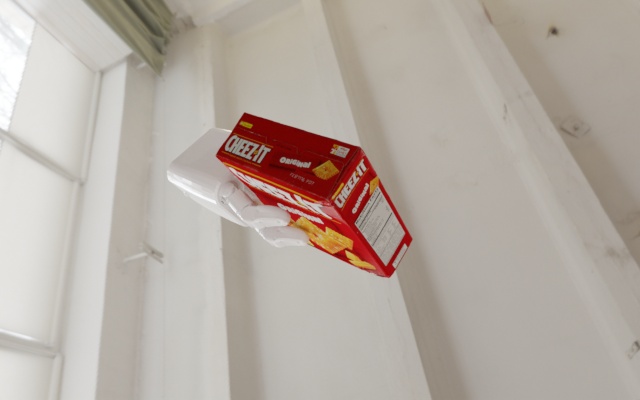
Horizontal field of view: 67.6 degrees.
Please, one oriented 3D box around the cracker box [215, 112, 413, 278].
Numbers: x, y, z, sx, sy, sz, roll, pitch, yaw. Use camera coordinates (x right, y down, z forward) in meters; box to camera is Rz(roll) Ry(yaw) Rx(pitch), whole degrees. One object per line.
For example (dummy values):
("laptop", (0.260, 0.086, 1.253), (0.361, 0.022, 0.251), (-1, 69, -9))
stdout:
("cracker box", (0.000, 0.002, 0.566), (0.164, 0.072, 0.214), (21, -17, 34))
